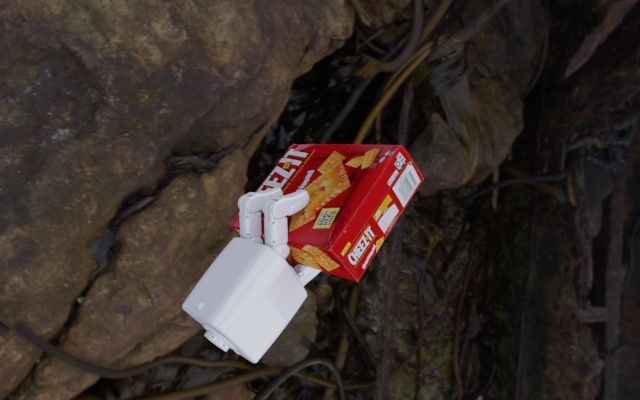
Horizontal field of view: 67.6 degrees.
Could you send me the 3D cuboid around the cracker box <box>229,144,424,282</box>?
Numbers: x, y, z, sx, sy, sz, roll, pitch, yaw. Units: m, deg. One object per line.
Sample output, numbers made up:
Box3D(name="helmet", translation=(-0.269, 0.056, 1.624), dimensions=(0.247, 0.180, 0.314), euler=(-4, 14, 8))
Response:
Box3D(name="cracker box", translation=(0.000, 0.002, 0.624), dimensions=(0.213, 0.164, 0.072), euler=(8, -35, 48))
